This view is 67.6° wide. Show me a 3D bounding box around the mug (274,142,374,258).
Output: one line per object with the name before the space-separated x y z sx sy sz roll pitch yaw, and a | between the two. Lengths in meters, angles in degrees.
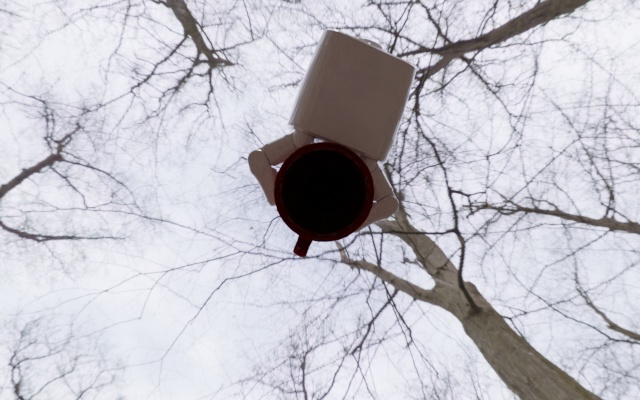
mug | 0.000 0.003 0.481 0.093 0.117 0.081 19 4 0
